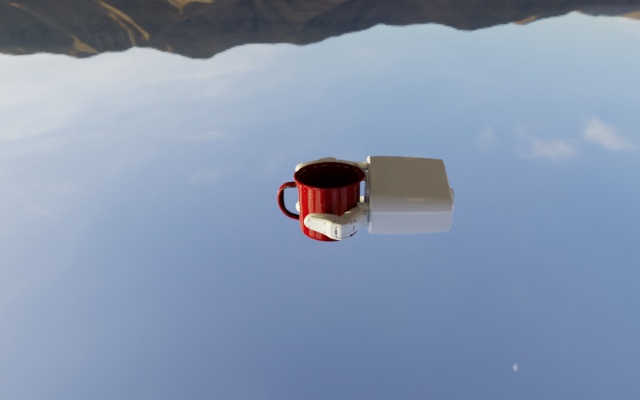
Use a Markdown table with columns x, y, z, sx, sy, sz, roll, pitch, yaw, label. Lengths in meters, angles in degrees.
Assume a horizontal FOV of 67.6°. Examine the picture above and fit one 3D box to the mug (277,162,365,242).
| x | y | z | sx | sy | sz | roll | pitch | yaw | label |
| --- | --- | --- | --- | --- | --- | --- | --- | --- | --- |
| -0.001 | 0.002 | 0.641 | 0.117 | 0.081 | 0.093 | 1 | 26 | 4 | mug |
